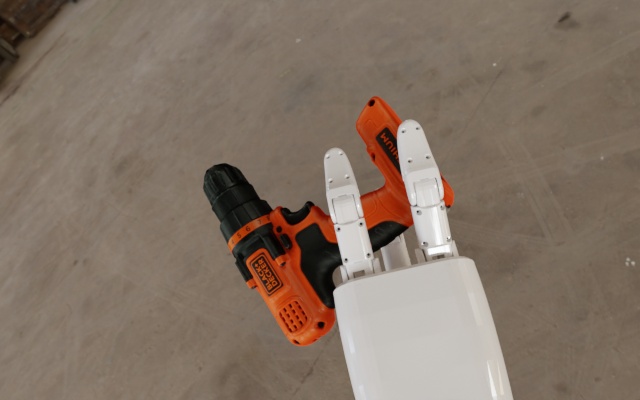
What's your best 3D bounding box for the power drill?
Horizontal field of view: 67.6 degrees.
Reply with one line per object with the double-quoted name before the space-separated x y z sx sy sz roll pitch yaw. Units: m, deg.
"power drill" 0.001 0.001 0.406 0.188 0.184 0.057 -39 -16 17
